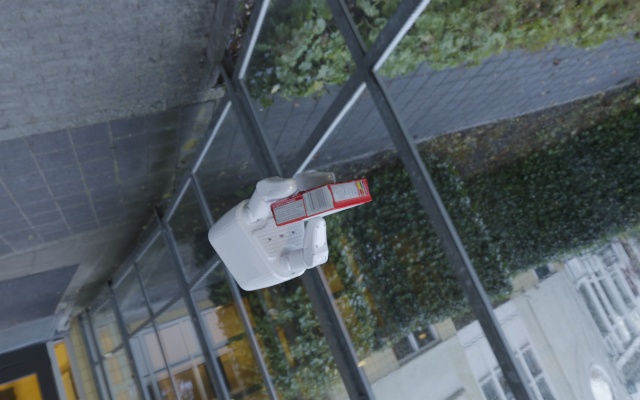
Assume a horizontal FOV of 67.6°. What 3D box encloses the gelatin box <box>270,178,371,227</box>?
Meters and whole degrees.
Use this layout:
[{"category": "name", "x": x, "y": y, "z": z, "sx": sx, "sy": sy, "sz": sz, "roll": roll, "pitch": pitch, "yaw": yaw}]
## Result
[{"category": "gelatin box", "x": 0.000, "y": 0.002, "z": 0.535, "sx": 0.089, "sy": 0.030, "sz": 0.073, "roll": -18, "pitch": -5, "yaw": 39}]
